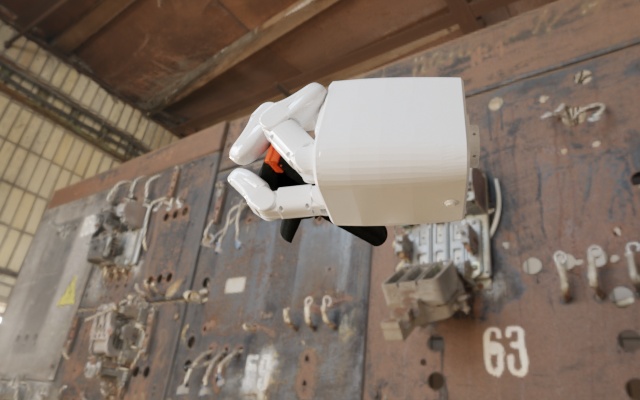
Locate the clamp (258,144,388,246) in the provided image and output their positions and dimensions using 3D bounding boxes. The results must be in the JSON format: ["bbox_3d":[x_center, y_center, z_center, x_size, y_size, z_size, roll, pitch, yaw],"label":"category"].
[{"bbox_3d":[0.000,0.001,0.460,0.120,0.039,0.172,-1,-28,13],"label":"clamp"}]
